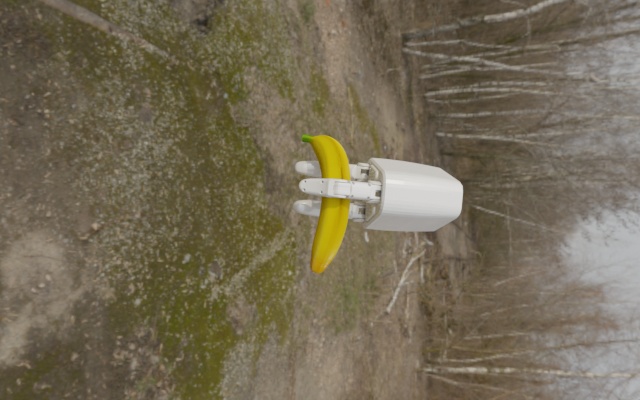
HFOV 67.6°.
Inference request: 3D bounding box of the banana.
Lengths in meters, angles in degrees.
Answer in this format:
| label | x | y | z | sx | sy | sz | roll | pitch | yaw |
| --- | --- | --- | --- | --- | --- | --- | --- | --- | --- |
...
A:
| label | x | y | z | sx | sy | sz | roll | pitch | yaw |
| --- | --- | --- | --- | --- | --- | --- | --- | --- | --- |
| banana | 0.011 | -0.007 | 0.620 | 0.037 | 0.197 | 0.070 | 12 | -26 | -34 |
